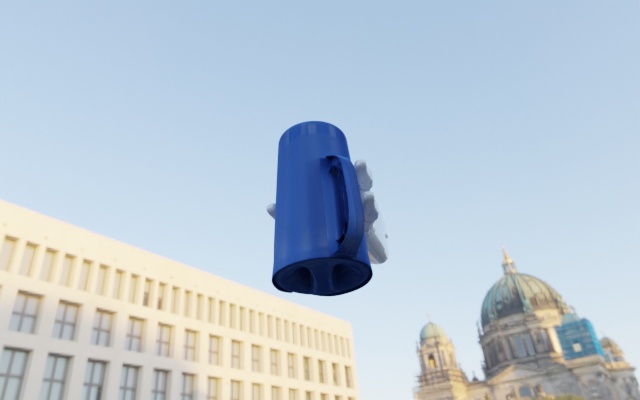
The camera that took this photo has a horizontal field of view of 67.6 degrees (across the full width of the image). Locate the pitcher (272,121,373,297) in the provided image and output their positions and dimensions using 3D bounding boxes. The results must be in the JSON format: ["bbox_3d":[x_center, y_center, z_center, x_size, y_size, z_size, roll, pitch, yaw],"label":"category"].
[{"bbox_3d":[0.000,0.002,0.679,0.149,0.242,0.145,-15,-33,17],"label":"pitcher"}]
